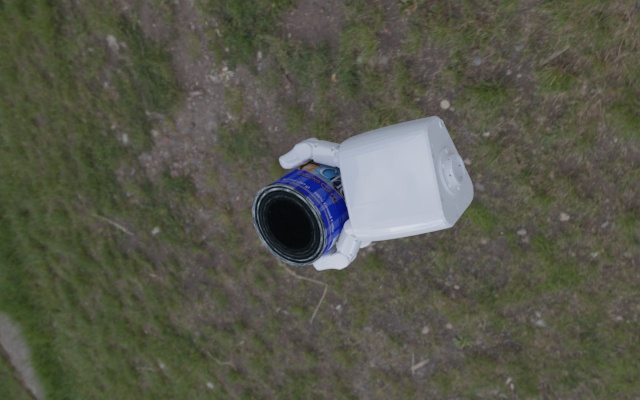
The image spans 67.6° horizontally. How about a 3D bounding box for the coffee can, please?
[{"bbox_3d":[0.000,0.002,0.586,0.103,0.103,0.140,0,23,36],"label":"coffee can"}]
